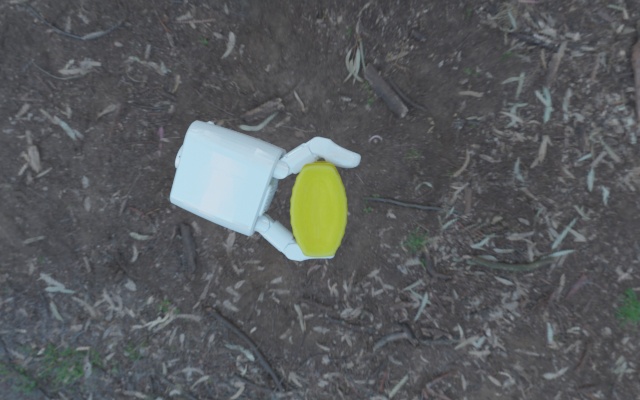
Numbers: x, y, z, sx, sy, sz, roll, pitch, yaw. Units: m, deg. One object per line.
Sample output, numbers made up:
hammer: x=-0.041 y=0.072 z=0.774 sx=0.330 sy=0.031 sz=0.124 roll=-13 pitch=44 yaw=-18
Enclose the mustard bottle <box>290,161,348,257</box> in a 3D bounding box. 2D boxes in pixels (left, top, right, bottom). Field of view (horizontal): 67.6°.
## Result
mustard bottle: x=0.000 y=0.002 z=0.566 sx=0.058 sy=0.096 sz=0.191 roll=-2 pitch=6 yaw=1
